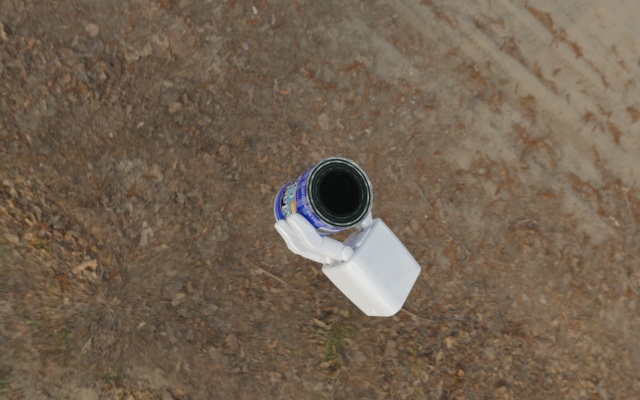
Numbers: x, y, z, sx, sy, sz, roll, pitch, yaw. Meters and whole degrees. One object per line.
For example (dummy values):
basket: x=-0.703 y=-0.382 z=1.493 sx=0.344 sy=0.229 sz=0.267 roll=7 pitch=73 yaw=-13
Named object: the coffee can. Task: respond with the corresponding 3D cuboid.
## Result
coffee can: x=0.000 y=0.002 z=0.716 sx=0.103 sy=0.102 sz=0.140 roll=0 pitch=-11 yaw=-24
